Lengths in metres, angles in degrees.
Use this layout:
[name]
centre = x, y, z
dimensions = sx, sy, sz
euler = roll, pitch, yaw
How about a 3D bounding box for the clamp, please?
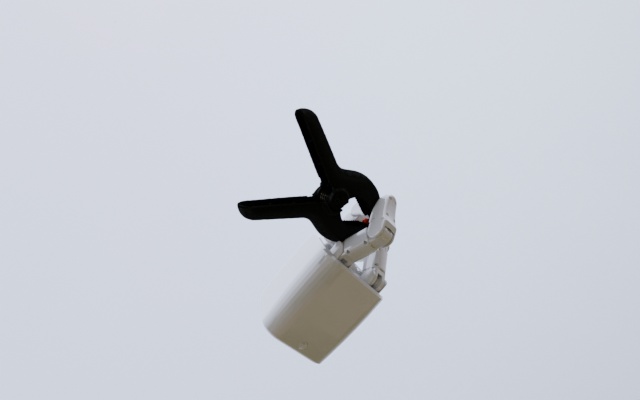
[clamp]
centre = 0.000, 0.001, 0.495
dimensions = 0.171, 0.120, 0.039
euler = 42, 1, -30
